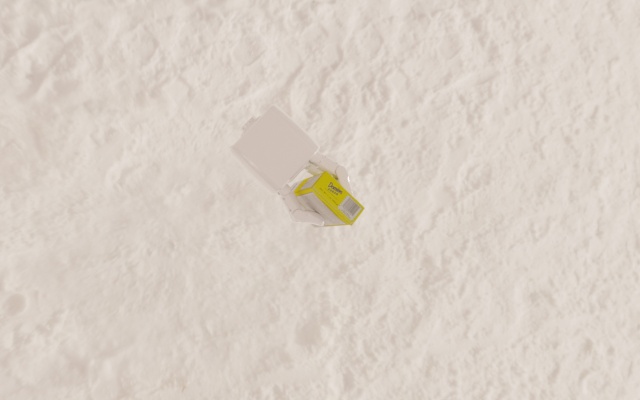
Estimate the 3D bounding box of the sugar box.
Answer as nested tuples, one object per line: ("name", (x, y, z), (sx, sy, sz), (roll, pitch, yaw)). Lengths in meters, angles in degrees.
("sugar box", (0.000, 0.002, 0.842), (0.093, 0.048, 0.176), (44, -14, -12))
